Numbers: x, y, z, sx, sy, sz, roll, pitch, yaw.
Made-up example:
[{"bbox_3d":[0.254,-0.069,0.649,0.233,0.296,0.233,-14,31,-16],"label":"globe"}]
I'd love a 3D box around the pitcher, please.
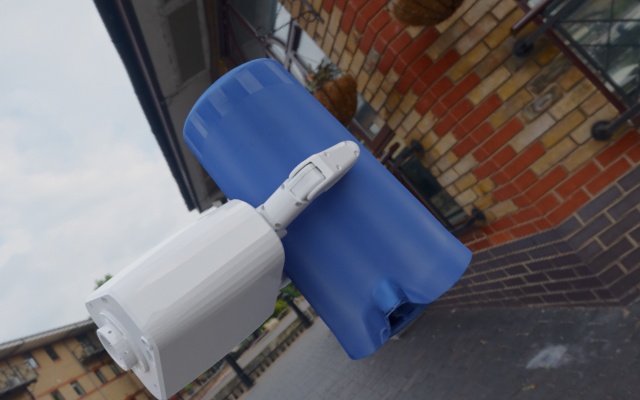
[{"bbox_3d":[0.000,0.001,0.418,0.145,0.243,0.149,-37,-6,-37],"label":"pitcher"}]
